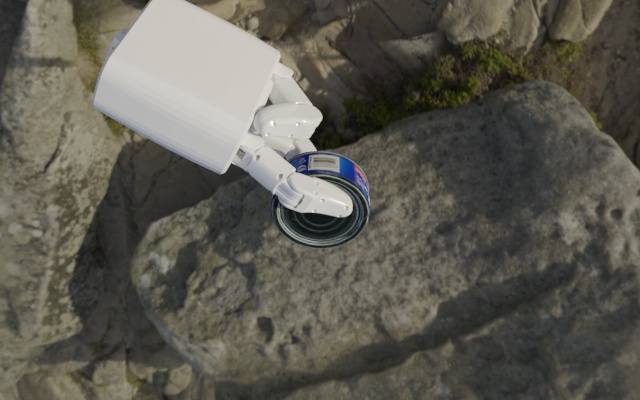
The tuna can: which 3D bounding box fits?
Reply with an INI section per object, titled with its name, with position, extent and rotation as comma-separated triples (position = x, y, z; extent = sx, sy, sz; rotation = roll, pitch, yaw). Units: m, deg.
[tuna can]
position = 0.000, 0.002, 0.413
extent = 0.086, 0.086, 0.033
rotation = 0, 39, 2
